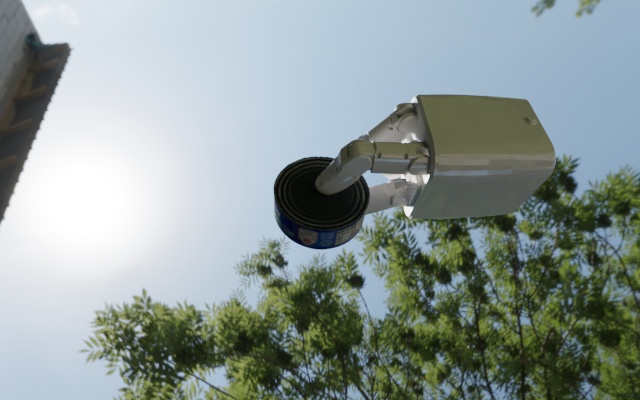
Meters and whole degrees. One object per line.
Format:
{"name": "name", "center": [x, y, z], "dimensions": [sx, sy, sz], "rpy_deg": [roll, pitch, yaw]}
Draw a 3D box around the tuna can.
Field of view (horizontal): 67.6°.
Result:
{"name": "tuna can", "center": [0.000, 0.002, 0.435], "dimensions": [0.086, 0.086, 0.034], "rpy_deg": [0, -39, -6]}
